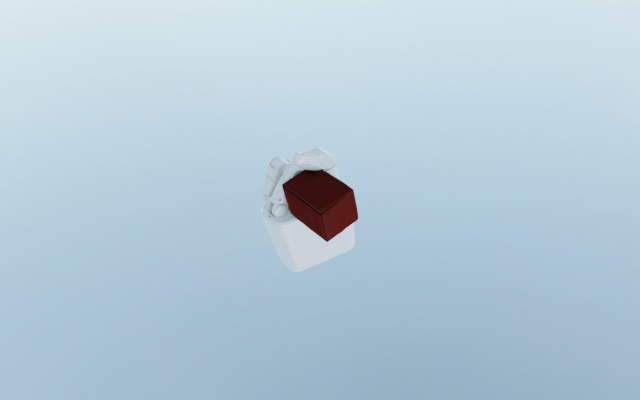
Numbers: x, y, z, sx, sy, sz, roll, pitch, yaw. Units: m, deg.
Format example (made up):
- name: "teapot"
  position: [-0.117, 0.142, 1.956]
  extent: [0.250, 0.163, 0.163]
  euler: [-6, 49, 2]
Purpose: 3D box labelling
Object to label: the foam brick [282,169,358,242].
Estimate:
- name: "foam brick"
  position: [0.000, 0.002, 0.578]
  extent: [0.053, 0.051, 0.078]
  euler: [-35, 46, -21]
